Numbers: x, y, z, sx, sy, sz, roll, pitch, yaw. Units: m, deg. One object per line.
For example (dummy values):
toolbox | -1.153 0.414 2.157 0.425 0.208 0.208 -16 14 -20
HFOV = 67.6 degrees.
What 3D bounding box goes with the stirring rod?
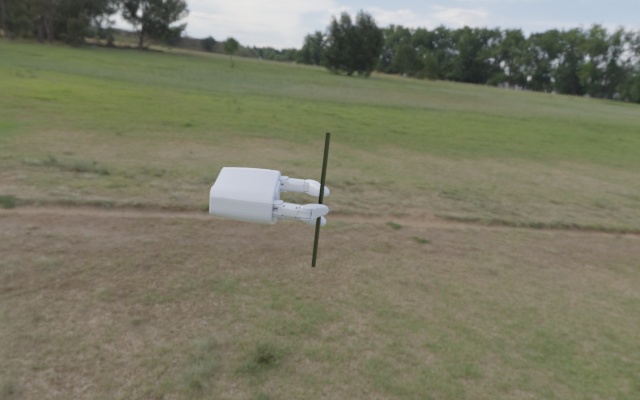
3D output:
stirring rod | 0.000 0.003 0.829 0.011 0.239 0.011 6 14 -2
